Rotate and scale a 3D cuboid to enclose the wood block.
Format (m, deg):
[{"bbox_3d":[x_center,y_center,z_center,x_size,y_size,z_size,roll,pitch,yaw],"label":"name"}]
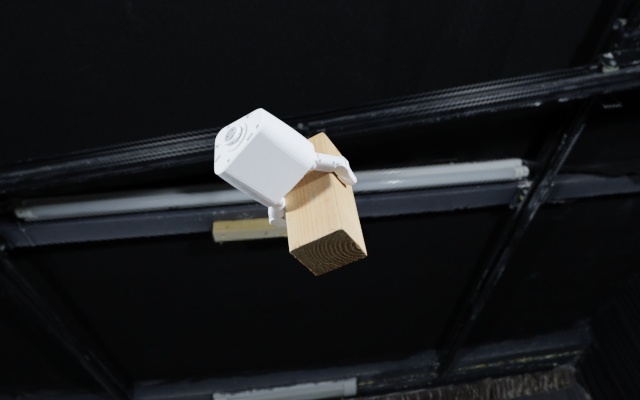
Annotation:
[{"bbox_3d":[0.000,0.002,0.773,0.091,0.206,0.090,-24,-43,17],"label":"wood block"}]
